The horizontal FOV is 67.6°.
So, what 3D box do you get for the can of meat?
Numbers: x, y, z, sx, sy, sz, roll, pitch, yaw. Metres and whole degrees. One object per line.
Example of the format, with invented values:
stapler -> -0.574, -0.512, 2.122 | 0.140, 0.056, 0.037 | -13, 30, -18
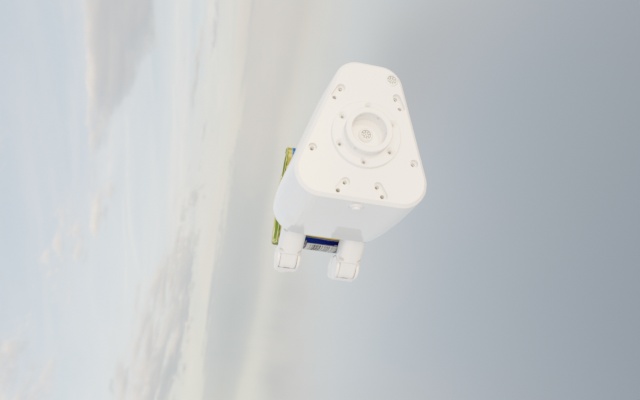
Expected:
can of meat -> 0.000, 0.001, 0.475 | 0.084, 0.102, 0.057 | 9, -14, -9
